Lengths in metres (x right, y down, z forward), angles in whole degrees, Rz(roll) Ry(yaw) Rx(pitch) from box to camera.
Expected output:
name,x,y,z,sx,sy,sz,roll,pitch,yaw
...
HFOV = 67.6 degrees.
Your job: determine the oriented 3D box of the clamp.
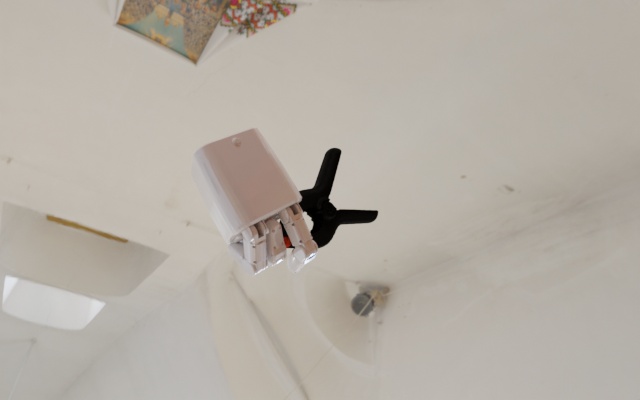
name,x,y,z,sx,sy,sz,roll,pitch,yaw
clamp,0.000,0.002,0.641,0.171,0.120,0.039,-28,-2,-41
